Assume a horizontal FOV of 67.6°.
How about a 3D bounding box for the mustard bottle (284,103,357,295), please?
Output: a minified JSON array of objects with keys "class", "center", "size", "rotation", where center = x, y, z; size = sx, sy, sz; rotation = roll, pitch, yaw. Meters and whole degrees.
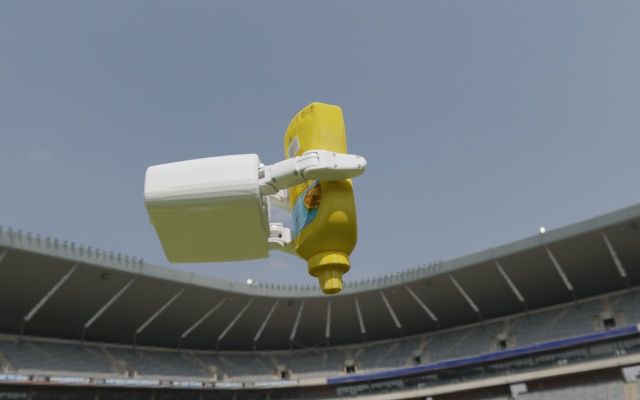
[{"class":"mustard bottle","center":[0.000,0.001,0.491],"size":[0.058,0.191,0.096],"rotation":[7,-31,-23]}]
